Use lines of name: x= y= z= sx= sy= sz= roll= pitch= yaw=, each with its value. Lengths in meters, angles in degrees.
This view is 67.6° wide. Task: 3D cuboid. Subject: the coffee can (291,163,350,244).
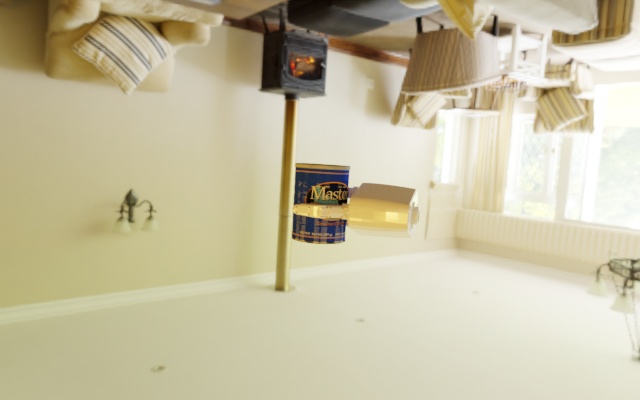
coffee can: x=0.000 y=0.003 z=0.888 sx=0.103 sy=0.140 sz=0.103 roll=3 pitch=5 yaw=0
